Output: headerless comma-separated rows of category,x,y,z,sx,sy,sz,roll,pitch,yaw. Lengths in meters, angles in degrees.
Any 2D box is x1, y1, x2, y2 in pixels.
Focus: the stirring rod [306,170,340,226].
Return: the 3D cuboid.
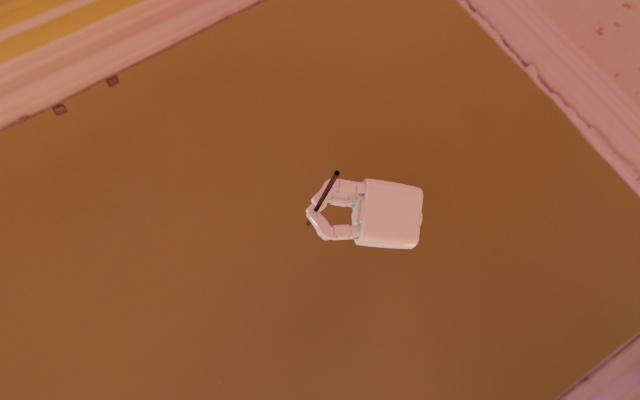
stirring rod,0.000,0.003,0.793,0.011,0.011,0.240,0,-20,-12
